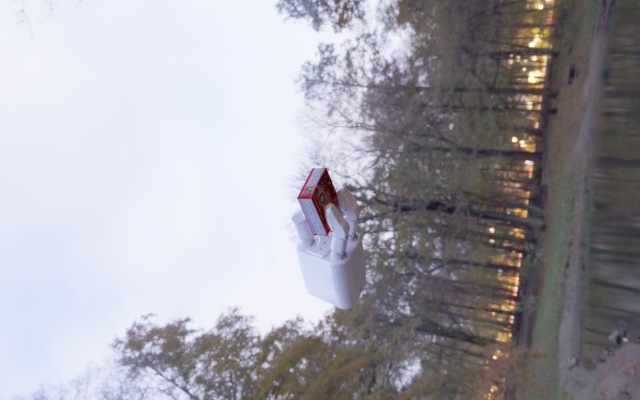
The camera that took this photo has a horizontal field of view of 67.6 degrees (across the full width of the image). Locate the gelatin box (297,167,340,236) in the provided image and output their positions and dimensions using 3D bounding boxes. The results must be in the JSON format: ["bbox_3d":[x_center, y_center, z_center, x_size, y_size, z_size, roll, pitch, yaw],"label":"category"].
[{"bbox_3d":[0.000,0.002,0.777,0.030,0.089,0.073,0,44,27],"label":"gelatin box"}]
